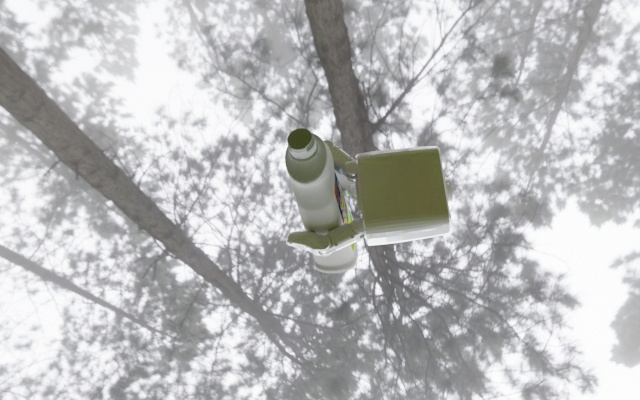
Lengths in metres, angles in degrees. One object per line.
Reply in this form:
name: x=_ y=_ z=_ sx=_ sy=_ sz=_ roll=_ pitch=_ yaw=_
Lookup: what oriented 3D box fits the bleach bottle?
bleach bottle: x=0.000 y=0.002 z=0.618 sx=0.068 sy=0.102 sz=0.251 roll=-7 pitch=-31 yaw=8
